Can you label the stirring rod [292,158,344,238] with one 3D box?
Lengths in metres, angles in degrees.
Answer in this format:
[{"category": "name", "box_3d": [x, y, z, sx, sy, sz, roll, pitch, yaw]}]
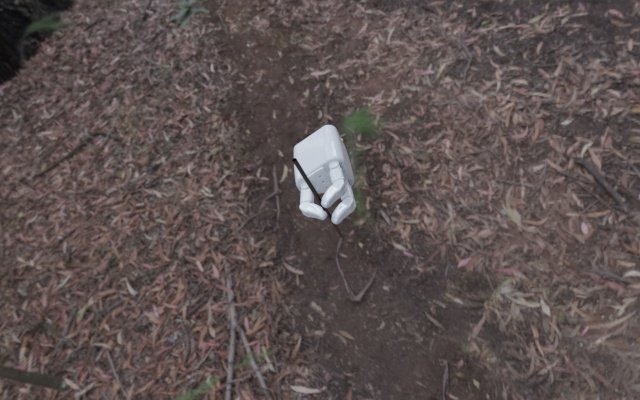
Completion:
[{"category": "stirring rod", "box_3d": [0.000, 0.003, 0.875, 0.011, 0.011, 0.240, 0, -36, 26]}]
